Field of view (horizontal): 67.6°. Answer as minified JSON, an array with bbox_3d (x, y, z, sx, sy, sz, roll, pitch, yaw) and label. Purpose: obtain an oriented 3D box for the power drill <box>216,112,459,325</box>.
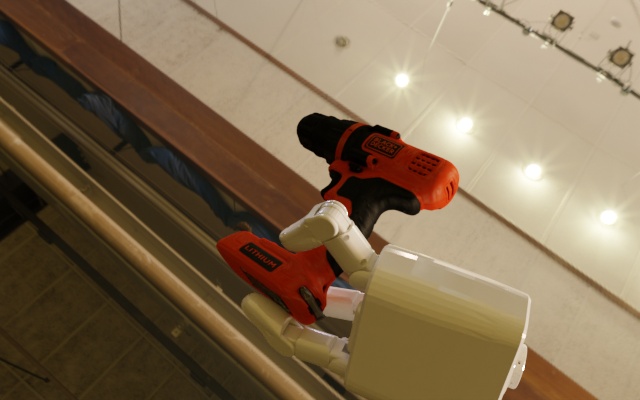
[{"bbox_3d":[0.000,0.002,0.428,0.184,0.187,0.057,28,-24,39],"label":"power drill"}]
